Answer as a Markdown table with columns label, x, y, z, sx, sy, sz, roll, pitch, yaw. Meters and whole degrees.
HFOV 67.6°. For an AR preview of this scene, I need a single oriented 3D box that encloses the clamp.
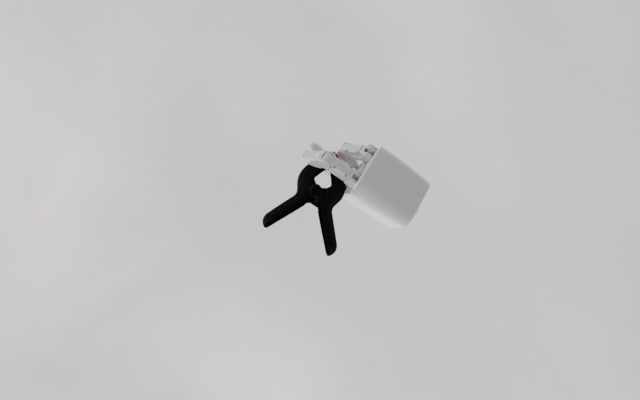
| label | x | y | z | sx | sy | sz | roll | pitch | yaw |
| --- | --- | --- | --- | --- | --- | --- | --- | --- | --- |
| clamp | 0.000 | 0.003 | 0.758 | 0.120 | 0.171 | 0.039 | 35 | -23 | -4 |
